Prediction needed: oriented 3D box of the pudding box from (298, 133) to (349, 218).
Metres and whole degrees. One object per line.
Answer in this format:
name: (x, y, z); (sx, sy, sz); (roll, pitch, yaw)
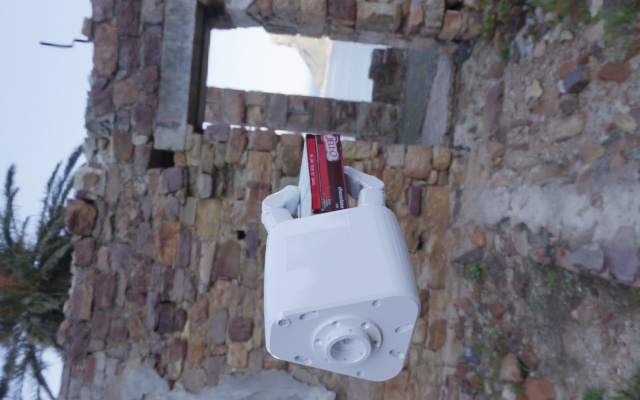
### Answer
pudding box: (0.000, 0.002, 0.475); (0.039, 0.090, 0.114); (1, -30, -9)
